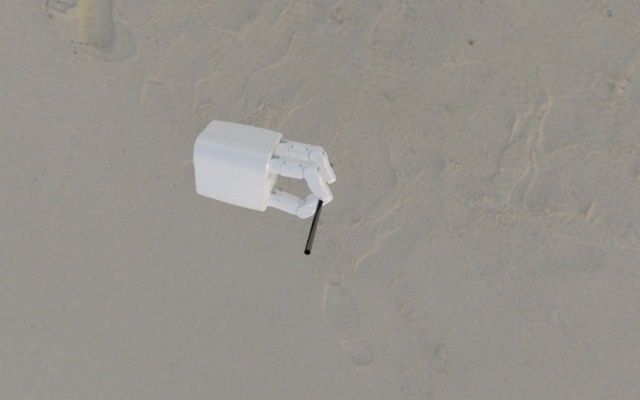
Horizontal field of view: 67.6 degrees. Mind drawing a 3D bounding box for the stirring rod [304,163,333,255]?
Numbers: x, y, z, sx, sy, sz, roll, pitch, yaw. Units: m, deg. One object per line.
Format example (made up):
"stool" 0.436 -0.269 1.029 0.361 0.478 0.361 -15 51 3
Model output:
"stirring rod" 0.000 0.002 0.668 0.011 0.011 0.239 0 29 9
